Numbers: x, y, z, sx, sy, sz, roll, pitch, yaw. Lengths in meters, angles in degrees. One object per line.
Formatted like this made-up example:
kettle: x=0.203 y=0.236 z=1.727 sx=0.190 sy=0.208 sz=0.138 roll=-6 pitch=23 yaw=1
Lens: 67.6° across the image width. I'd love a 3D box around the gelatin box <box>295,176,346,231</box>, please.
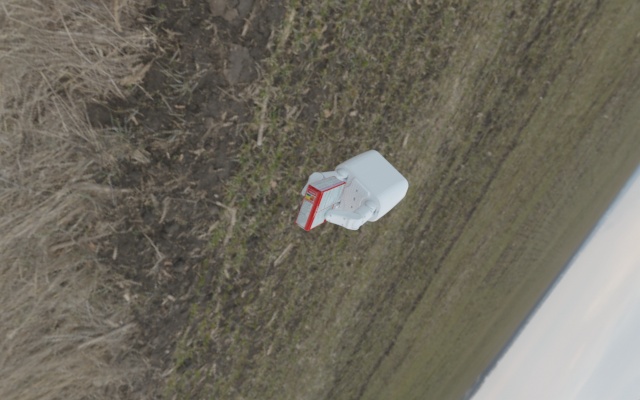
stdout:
gelatin box: x=0.000 y=0.003 z=0.787 sx=0.030 sy=0.073 sz=0.089 roll=30 pitch=26 yaw=19
